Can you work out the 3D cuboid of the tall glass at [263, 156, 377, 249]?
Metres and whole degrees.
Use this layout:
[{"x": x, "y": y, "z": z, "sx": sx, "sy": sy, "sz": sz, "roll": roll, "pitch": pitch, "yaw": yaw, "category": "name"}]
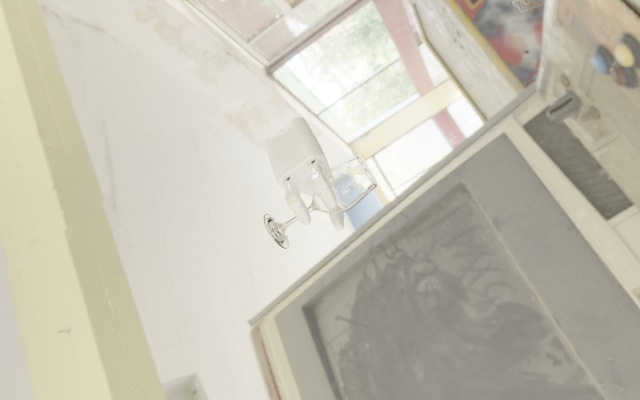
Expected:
[{"x": 0.000, "y": 0.003, "z": 0.843, "sx": 0.201, "sy": 0.079, "sz": 0.079, "roll": -33, "pitch": -9, "yaw": 14, "category": "tall glass"}]
